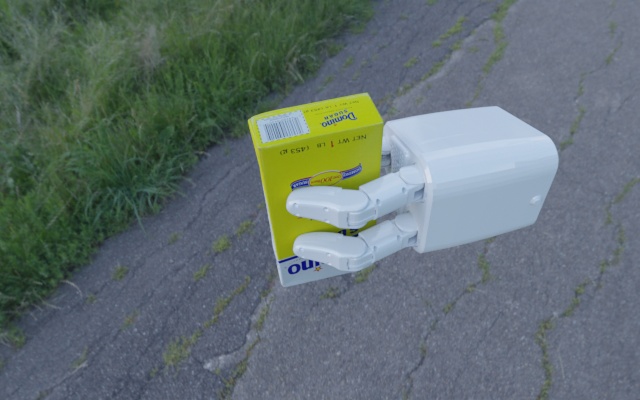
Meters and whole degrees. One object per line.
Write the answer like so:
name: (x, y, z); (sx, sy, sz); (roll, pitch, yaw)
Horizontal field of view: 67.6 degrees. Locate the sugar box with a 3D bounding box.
sugar box: (0.000, 0.002, 0.401); (0.093, 0.176, 0.048); (-12, 46, -7)
